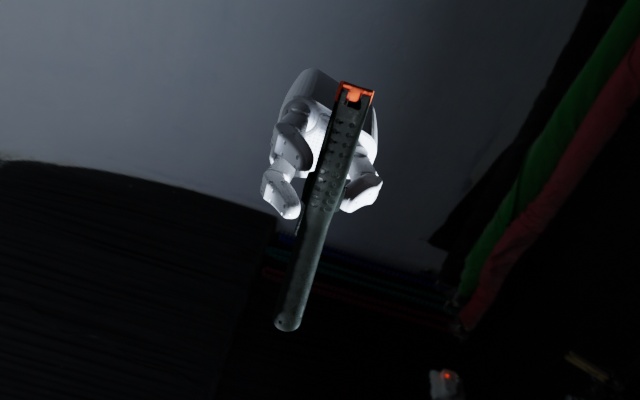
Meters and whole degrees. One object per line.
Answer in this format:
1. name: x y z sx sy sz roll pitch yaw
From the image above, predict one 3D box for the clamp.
1. clamp: 0.001 0.001 0.427 0.036 0.210 0.164 16 34 -4
